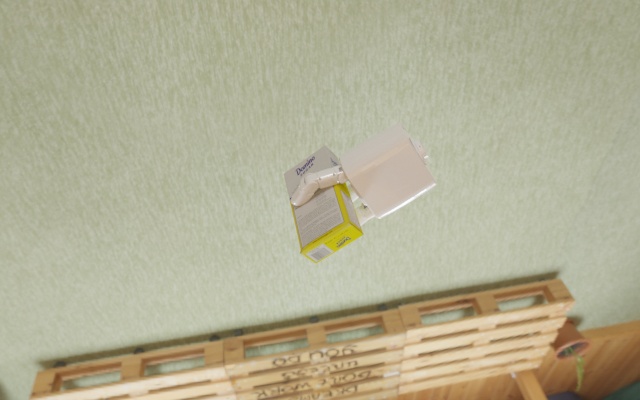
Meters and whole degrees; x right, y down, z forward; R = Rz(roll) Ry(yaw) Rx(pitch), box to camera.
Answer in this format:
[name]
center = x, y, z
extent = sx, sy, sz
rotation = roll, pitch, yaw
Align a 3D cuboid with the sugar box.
[sugar box]
center = 0.001, 0.003, 0.755
extent = 0.093, 0.176, 0.048
rotation = -33, -48, 19
